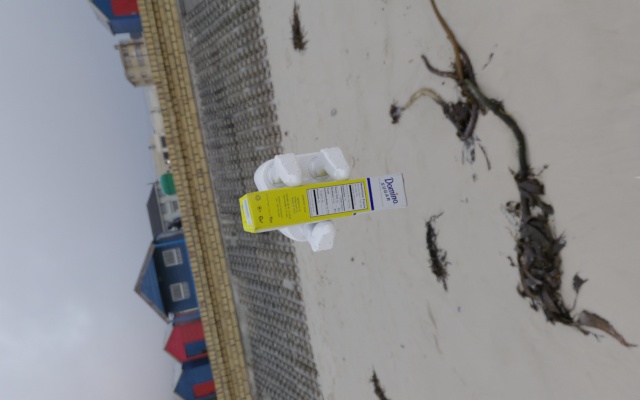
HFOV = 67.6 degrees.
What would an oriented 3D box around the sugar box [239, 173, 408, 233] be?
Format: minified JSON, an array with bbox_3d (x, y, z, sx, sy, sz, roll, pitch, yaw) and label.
[{"bbox_3d":[0.000,0.001,0.552,0.176,0.048,0.093,-11,0,-15],"label":"sugar box"}]
